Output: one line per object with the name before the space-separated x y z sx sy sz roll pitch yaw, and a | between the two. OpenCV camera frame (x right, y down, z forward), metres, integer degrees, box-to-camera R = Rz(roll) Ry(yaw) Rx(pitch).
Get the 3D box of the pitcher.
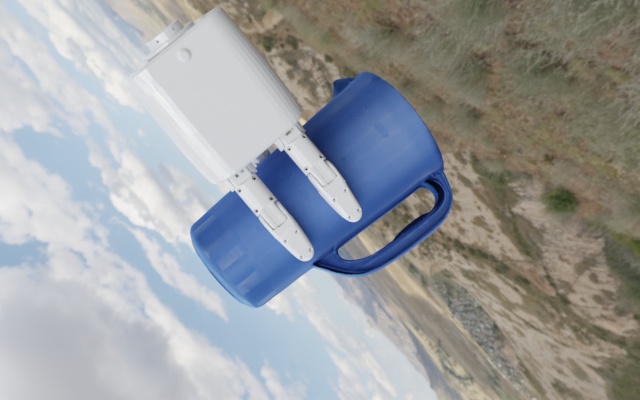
pitcher | 0.000 0.001 0.482 0.243 0.145 0.149 -40 29 -3
